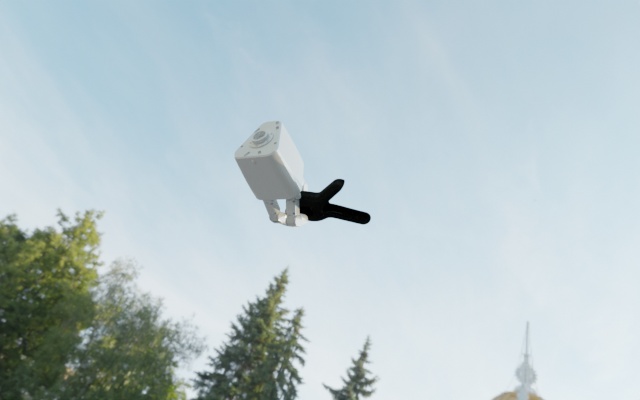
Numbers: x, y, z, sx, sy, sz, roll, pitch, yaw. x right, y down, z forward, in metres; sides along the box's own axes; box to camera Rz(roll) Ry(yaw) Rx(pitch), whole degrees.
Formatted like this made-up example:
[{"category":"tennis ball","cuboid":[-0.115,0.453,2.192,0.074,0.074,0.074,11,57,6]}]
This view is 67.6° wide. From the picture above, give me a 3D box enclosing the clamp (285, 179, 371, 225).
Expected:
[{"category":"clamp","cuboid":[0.000,0.003,0.900,0.171,0.039,0.120,-1,-44,27]}]
